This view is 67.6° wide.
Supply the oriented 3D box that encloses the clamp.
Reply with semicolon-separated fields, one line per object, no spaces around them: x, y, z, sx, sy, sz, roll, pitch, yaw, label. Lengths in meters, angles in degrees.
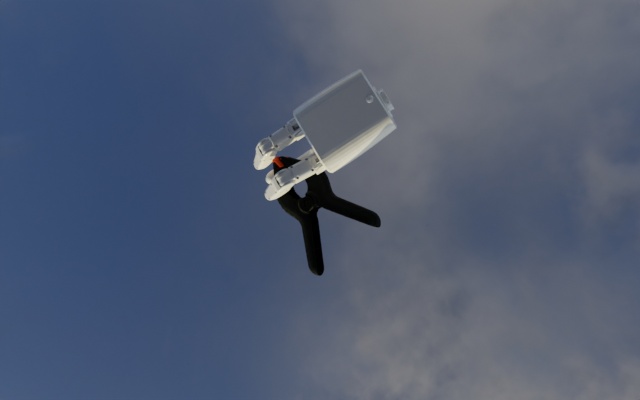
0.000;0.002;0.646;0.120;0.171;0.039;-32;-9;15;clamp
